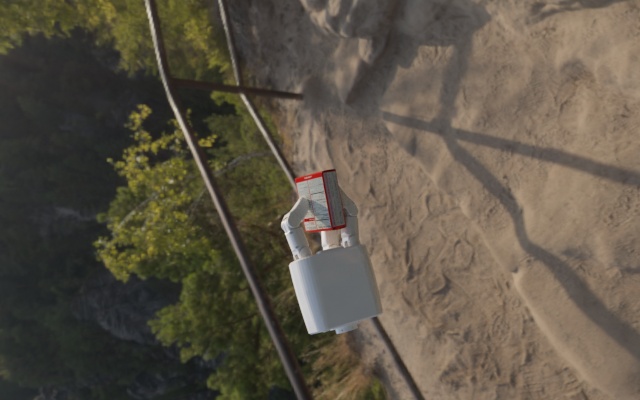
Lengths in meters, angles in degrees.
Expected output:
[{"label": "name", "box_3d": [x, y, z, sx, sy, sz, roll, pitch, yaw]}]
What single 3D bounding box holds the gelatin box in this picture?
[{"label": "gelatin box", "box_3d": [0.000, 0.002, 0.722, 0.030, 0.089, 0.073, -12, 1, -35]}]
